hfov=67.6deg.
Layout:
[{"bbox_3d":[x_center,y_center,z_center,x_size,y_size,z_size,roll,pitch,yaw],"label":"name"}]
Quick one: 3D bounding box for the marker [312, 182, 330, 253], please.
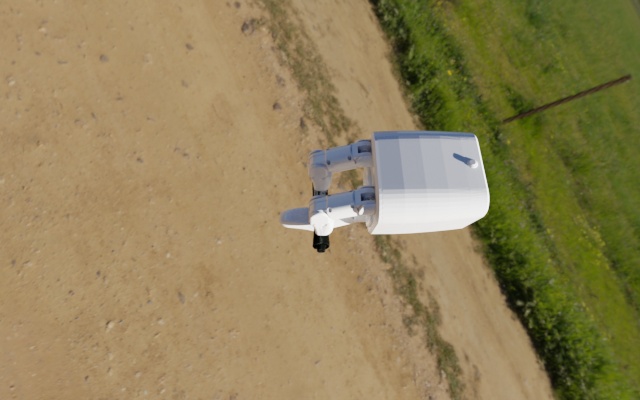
[{"bbox_3d":[0.000,0.002,0.541,0.020,0.121,0.020,-1,-29,0],"label":"marker"}]
